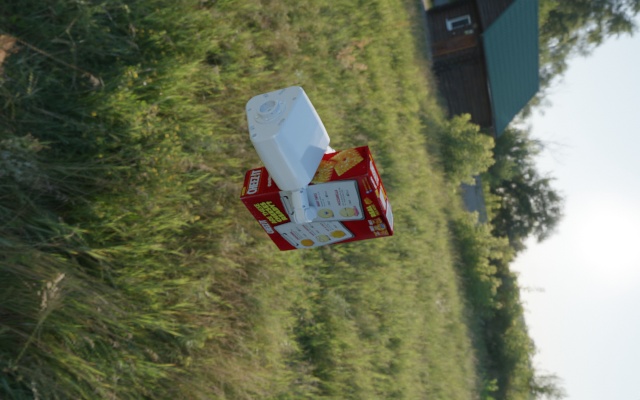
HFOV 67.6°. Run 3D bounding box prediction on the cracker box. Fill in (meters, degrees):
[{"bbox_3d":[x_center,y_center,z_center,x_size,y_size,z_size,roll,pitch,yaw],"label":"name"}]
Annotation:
[{"bbox_3d":[0.000,0.003,0.802,0.214,0.072,0.164,-9,-41,19],"label":"cracker box"}]
